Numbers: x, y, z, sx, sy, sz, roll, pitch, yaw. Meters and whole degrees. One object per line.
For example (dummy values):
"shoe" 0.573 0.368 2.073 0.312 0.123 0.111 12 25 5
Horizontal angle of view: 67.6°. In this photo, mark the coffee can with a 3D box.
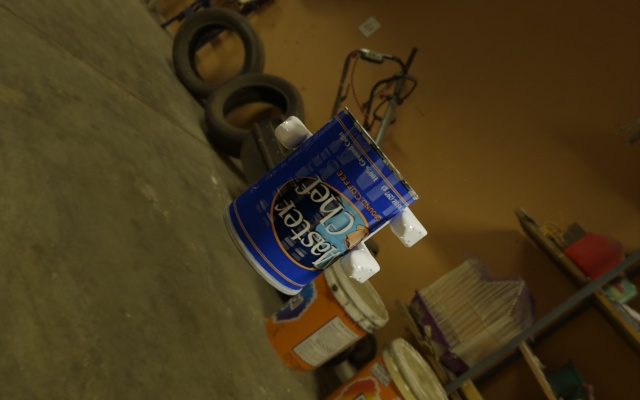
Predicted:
"coffee can" 0.000 0.001 0.425 0.140 0.103 0.103 -39 -8 9
